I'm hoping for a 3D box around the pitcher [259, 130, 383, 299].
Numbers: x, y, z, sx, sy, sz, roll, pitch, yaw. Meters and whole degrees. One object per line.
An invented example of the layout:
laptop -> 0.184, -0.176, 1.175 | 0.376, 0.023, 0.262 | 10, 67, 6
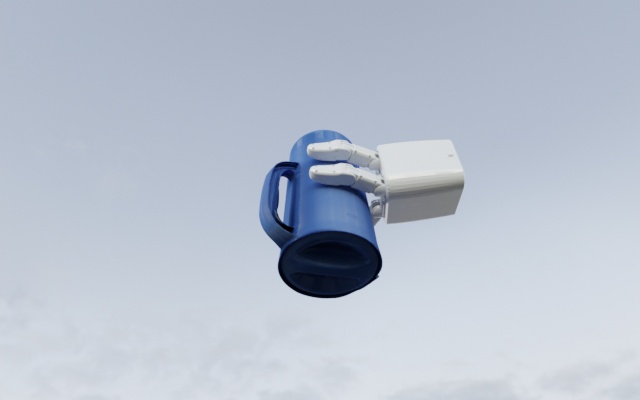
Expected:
pitcher -> 0.000, 0.002, 0.681 | 0.145, 0.149, 0.242 | -7, 43, 3
